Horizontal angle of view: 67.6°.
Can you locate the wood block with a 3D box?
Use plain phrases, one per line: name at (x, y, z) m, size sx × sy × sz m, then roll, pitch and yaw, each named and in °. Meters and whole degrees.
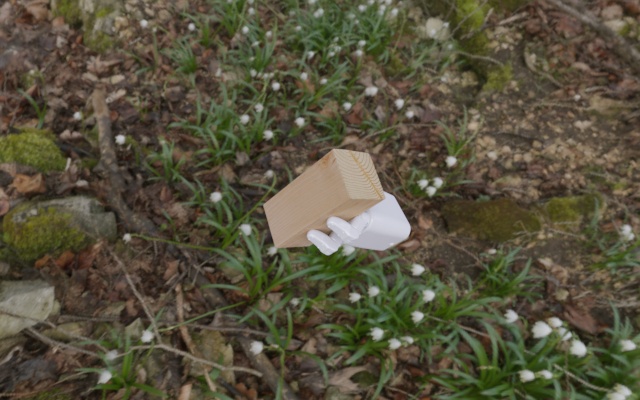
wood block at (0.000, 0.002, 0.836) m, size 0.090 × 0.090 × 0.206 m, roll 1°, pitch -27°, yaw -43°
